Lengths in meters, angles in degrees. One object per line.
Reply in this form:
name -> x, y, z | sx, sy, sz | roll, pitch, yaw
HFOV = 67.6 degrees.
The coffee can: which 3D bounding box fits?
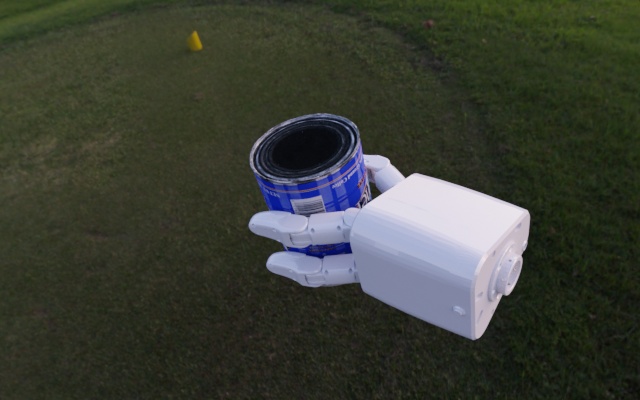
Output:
coffee can -> 0.000, 0.002, 0.472 | 0.103, 0.140, 0.102 | -9, 41, 8
